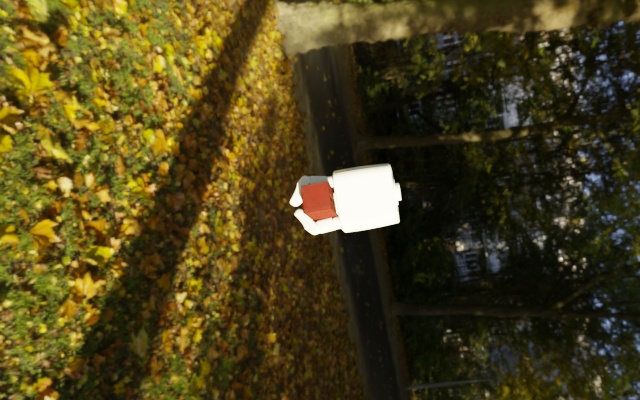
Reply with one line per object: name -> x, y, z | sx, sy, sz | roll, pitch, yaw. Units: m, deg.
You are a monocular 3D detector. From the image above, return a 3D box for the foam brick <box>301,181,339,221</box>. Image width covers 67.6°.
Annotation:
foam brick -> 0.000, 0.003, 0.876 | 0.051, 0.053, 0.078 | -9, -15, 12
